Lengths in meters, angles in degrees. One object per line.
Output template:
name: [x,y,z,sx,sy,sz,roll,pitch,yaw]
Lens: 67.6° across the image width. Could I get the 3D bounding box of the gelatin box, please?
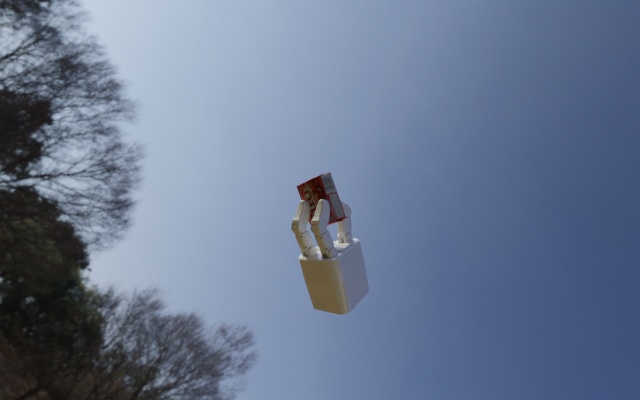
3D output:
gelatin box: [0.000,0.002,0.862,0.030,0.089,0.073,-16,-4,-40]
